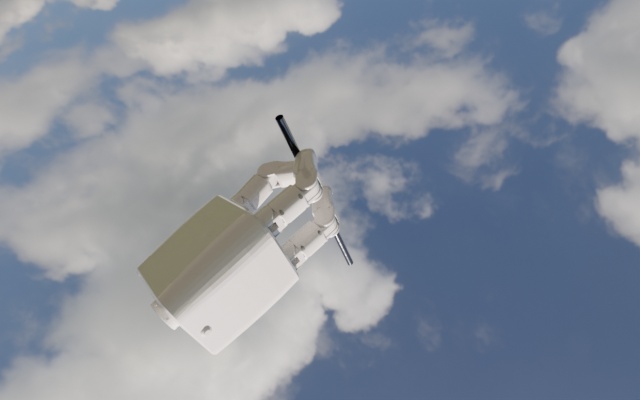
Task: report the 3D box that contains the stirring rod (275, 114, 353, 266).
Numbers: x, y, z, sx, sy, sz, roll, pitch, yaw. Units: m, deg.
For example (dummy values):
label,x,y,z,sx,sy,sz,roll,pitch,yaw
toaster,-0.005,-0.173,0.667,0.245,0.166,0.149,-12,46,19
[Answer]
label,x,y,z,sx,sy,sz,roll,pitch,yaw
stirring rod,0.000,0.002,0.516,0.011,0.011,0.240,0,-40,24
